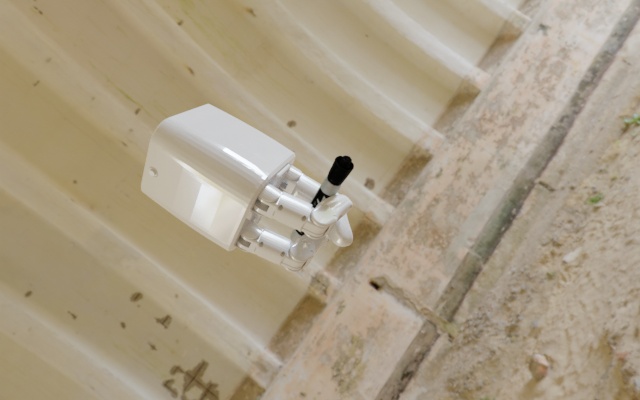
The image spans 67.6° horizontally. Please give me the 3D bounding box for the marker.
[{"bbox_3d":[0.000,0.002,0.466,0.020,0.020,0.121,0,-40,-31],"label":"marker"}]
